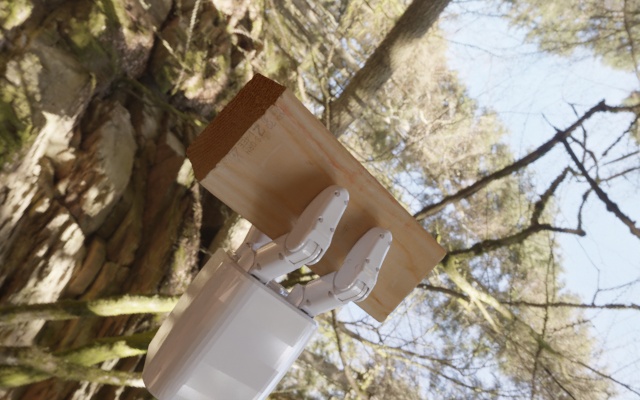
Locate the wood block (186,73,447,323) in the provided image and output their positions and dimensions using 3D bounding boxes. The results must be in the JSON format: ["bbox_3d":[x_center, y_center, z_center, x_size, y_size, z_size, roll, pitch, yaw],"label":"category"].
[{"bbox_3d":[0.000,0.002,0.404,0.206,0.090,0.090,42,1,-30],"label":"wood block"}]
